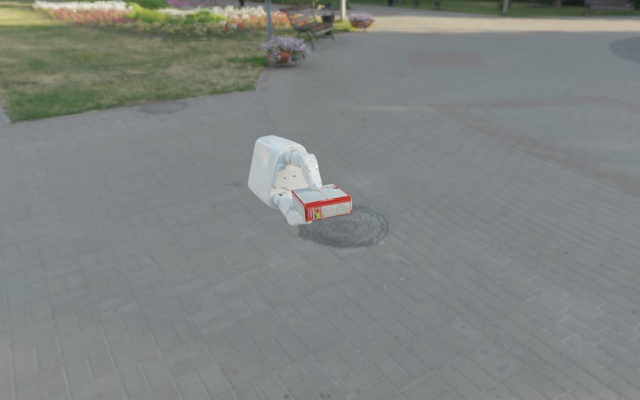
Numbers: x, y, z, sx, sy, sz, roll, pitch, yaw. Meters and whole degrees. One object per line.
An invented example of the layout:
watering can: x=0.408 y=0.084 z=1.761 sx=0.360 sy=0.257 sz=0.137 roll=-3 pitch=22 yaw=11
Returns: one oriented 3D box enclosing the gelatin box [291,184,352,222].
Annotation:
gelatin box: x=0.000 y=0.002 z=0.738 sx=0.073 sy=0.030 sz=0.089 roll=-10 pitch=18 yaw=-15
